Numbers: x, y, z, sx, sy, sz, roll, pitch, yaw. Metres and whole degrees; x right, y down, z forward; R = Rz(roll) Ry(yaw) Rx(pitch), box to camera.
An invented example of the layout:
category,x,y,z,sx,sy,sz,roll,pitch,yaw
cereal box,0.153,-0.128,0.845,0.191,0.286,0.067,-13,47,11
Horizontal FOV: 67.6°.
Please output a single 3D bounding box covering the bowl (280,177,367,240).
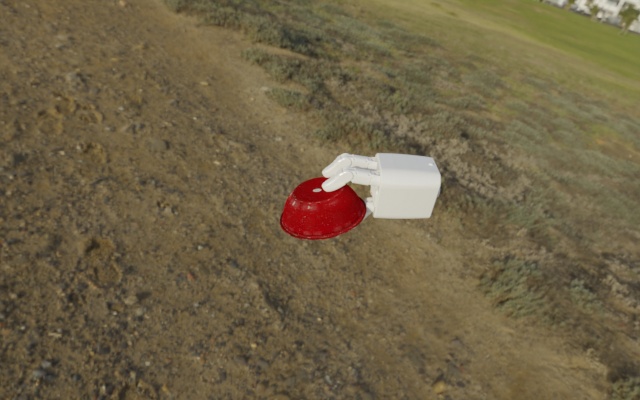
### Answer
category,x,y,z,sx,sy,sz,roll,pitch,yaw
bowl,-0.001,0.003,0.860,0.162,0.055,0.162,-9,30,5
